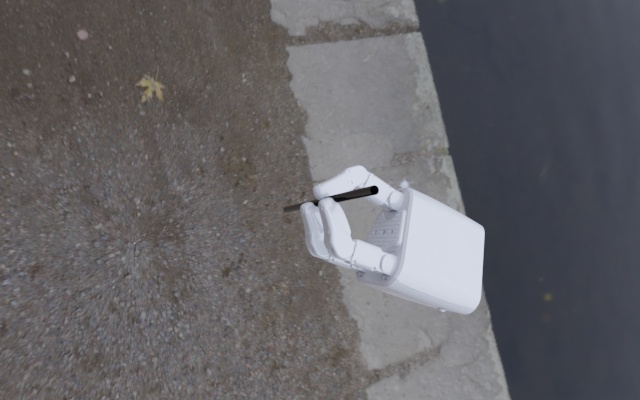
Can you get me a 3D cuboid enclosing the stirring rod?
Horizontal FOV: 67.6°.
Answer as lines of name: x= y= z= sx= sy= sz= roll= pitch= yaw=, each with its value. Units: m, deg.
stirring rod: x=0.000 y=0.002 z=0.495 sx=0.011 sy=0.011 sz=0.239 roll=0 pitch=-5 yaw=-21
